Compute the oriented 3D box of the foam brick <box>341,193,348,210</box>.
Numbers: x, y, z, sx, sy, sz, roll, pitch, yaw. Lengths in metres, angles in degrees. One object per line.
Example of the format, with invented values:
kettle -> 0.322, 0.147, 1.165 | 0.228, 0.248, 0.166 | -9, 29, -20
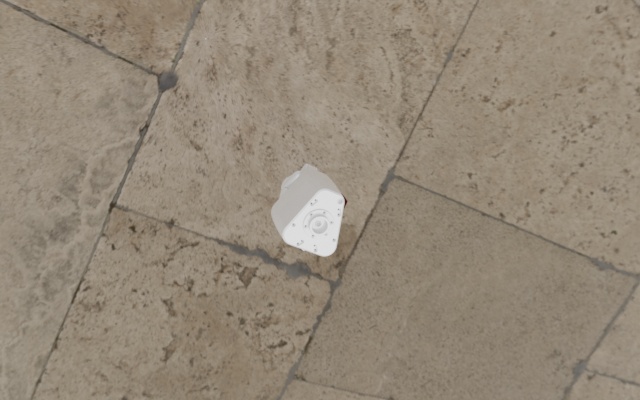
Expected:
foam brick -> 0.000, 0.003, 0.860 | 0.078, 0.053, 0.051 | 22, 12, -20
